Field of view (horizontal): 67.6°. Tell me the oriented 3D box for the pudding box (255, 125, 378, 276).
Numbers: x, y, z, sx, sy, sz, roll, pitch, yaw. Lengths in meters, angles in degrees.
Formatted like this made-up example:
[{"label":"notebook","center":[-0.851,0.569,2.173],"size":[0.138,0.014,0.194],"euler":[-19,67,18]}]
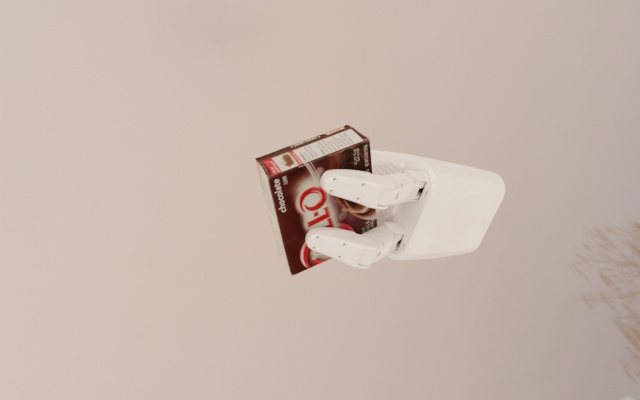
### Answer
[{"label":"pudding box","center":[0.000,0.001,0.414],"size":[0.090,0.114,0.039],"euler":[-23,38,-16]}]
